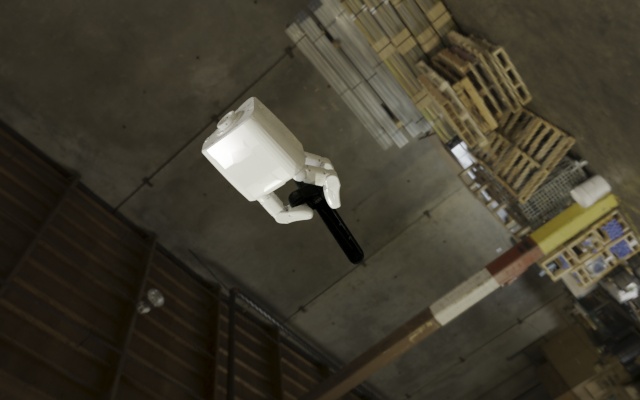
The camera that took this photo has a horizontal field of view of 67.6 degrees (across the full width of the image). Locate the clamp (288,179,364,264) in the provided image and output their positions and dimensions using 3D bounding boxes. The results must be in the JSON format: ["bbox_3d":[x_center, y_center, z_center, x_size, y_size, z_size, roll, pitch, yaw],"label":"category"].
[{"bbox_3d":[-0.001,0.003,0.759,0.036,0.165,0.210,-37,27,11],"label":"clamp"}]
